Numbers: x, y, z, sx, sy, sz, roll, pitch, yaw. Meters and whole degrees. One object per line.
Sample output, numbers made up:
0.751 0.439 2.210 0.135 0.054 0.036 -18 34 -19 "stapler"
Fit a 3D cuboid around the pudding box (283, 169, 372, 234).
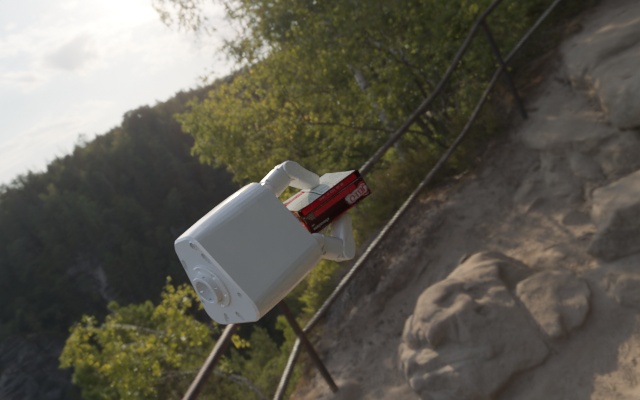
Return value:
0.000 0.002 0.588 0.090 0.039 0.113 -35 12 -15 "pudding box"
